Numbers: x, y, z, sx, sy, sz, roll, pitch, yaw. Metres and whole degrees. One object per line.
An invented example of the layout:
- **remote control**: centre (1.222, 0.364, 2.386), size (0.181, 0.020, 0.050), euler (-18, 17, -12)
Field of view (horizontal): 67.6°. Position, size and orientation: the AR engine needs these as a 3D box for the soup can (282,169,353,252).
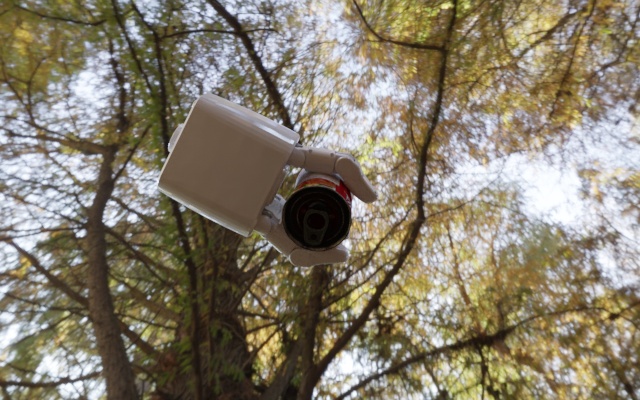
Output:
- **soup can**: centre (0.001, 0.002, 0.503), size (0.068, 0.068, 0.102), euler (0, 19, 5)
